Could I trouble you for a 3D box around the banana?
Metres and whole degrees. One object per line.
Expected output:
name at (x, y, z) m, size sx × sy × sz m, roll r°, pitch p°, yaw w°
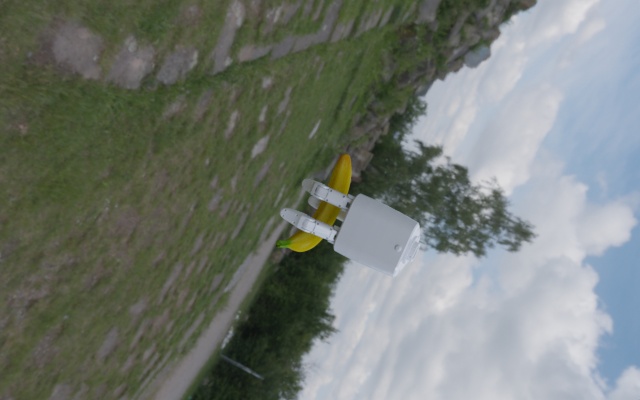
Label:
banana at (0.005, 0.015, 0.807) m, size 0.037 × 0.197 × 0.070 m, roll 25°, pitch -18°, yaw 34°
